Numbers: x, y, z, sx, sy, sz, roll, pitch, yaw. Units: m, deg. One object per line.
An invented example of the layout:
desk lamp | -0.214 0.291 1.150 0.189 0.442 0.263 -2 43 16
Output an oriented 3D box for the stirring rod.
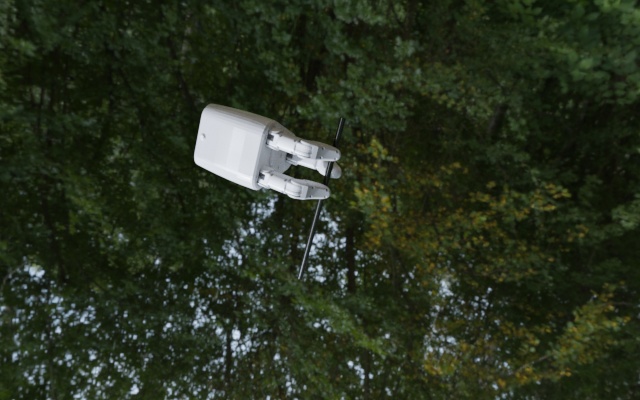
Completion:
stirring rod | 0.000 0.002 0.668 0.011 0.239 0.011 14 16 -4
